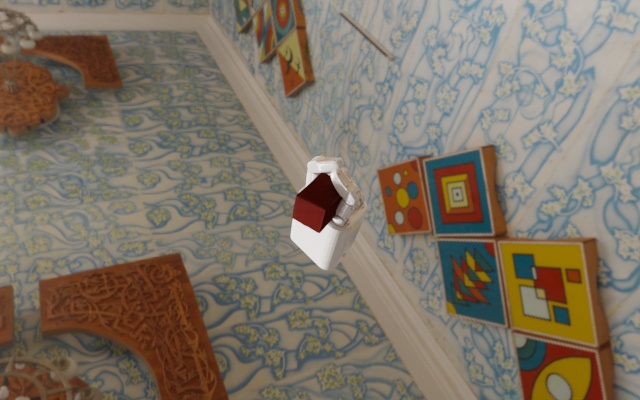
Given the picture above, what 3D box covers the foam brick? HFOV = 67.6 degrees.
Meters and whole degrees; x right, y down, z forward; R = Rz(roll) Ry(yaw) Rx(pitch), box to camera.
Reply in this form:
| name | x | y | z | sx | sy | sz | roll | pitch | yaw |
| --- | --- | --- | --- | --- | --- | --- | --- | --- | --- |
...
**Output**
| name | x | y | z | sx | sy | sz | roll | pitch | yaw |
| --- | --- | --- | --- | --- | --- | --- | --- | --- | --- |
| foam brick | 0.000 | 0.002 | 0.738 | 0.053 | 0.051 | 0.078 | 29 | 42 | 15 |
